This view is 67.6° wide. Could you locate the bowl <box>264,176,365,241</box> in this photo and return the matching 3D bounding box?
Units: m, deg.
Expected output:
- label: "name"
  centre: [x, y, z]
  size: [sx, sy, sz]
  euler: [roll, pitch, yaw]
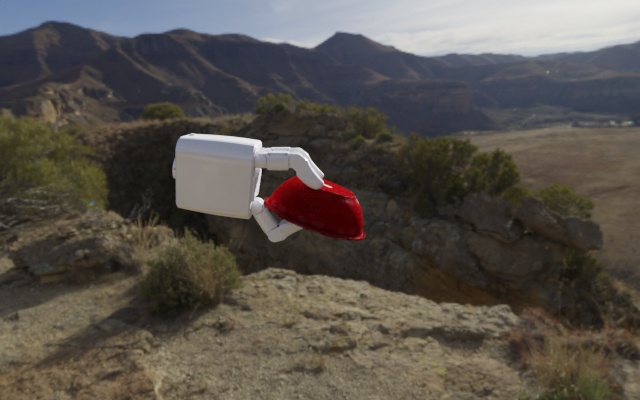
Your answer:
- label: "bowl"
  centre: [0.001, 0.002, 0.712]
  size: [0.162, 0.055, 0.162]
  euler: [20, 11, -4]
